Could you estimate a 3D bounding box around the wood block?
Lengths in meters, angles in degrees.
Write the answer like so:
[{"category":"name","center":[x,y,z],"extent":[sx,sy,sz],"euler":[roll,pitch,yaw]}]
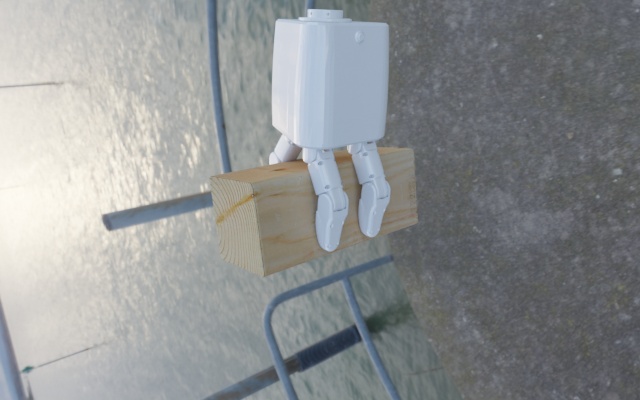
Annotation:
[{"category":"wood block","center":[0.000,0.001,0.511],"extent":[0.206,0.090,0.091],"euler":[-15,15,-35]}]
